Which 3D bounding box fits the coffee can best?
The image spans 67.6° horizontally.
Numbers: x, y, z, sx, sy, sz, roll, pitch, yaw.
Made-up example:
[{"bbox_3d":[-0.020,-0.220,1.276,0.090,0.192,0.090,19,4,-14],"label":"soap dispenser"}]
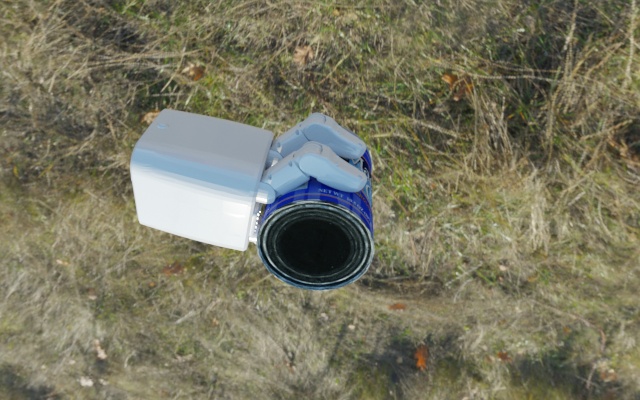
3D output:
[{"bbox_3d":[0.000,0.002,0.466,0.103,0.103,0.140,0,35,5],"label":"coffee can"}]
